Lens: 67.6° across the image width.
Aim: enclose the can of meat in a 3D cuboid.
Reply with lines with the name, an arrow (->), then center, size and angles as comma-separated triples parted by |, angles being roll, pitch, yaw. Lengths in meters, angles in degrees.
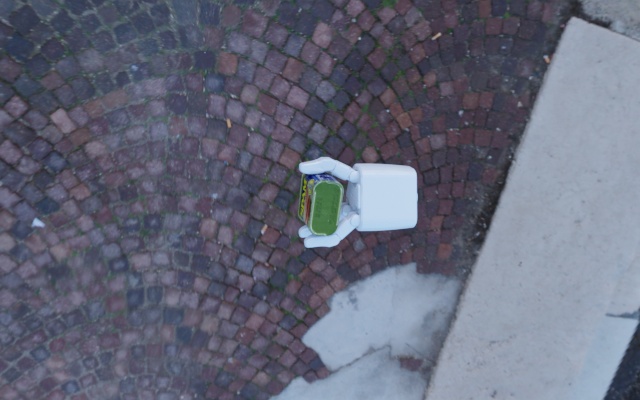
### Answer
can of meat -> 0.000, 0.003, 0.822 | 0.057, 0.102, 0.084 | 3, 16, -15
